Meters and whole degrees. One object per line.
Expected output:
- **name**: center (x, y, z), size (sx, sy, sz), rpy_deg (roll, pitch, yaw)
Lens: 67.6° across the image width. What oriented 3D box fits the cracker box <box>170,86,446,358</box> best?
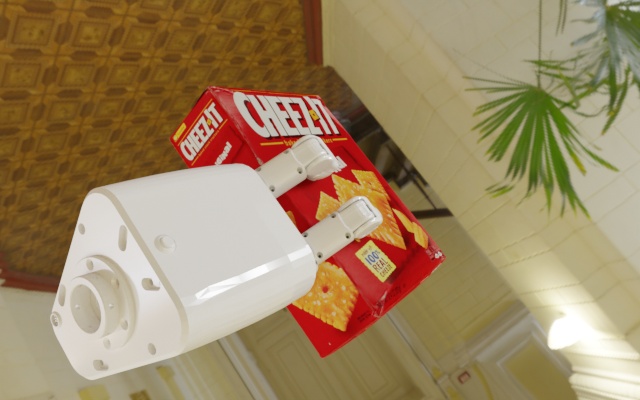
- **cracker box**: center (0.000, 0.002, 0.415), size (0.072, 0.213, 0.164), rpy_deg (-44, -15, 29)
